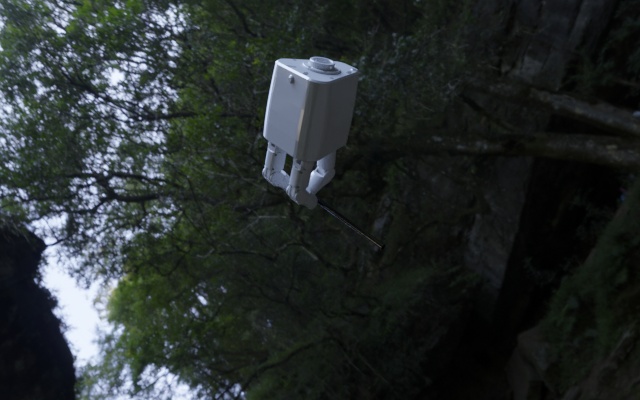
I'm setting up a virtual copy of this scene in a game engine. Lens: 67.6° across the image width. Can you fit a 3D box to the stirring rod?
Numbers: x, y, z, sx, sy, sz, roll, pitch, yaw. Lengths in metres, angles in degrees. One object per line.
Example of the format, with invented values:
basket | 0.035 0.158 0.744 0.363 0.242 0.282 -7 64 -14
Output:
stirring rod | 0.000 0.002 0.679 0.239 0.011 0.011 36 22 35
